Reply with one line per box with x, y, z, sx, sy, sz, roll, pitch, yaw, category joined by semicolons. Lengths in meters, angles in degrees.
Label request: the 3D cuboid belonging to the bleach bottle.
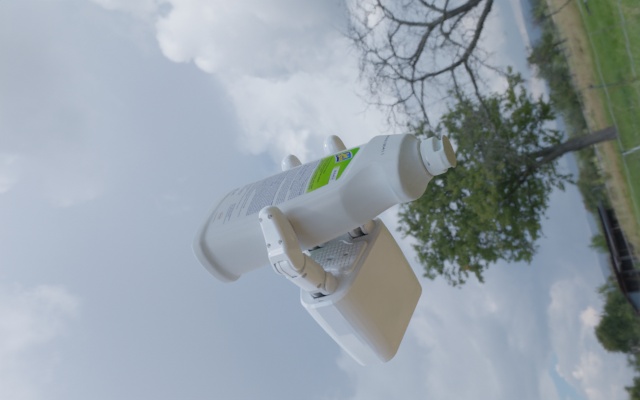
0.000;0.001;0.442;0.251;0.068;0.102;-19;33;30;bleach bottle
